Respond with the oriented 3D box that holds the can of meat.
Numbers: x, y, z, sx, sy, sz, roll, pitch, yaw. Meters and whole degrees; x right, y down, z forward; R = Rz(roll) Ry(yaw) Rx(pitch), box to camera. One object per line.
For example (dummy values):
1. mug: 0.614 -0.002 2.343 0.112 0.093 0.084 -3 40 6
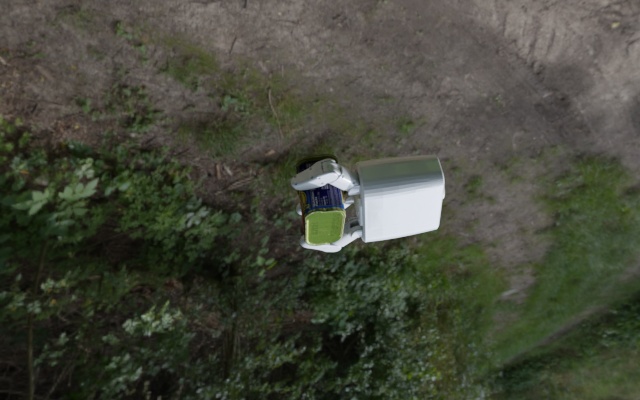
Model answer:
1. can of meat: 0.000 0.002 0.635 0.057 0.084 0.102 -6 -30 -5
